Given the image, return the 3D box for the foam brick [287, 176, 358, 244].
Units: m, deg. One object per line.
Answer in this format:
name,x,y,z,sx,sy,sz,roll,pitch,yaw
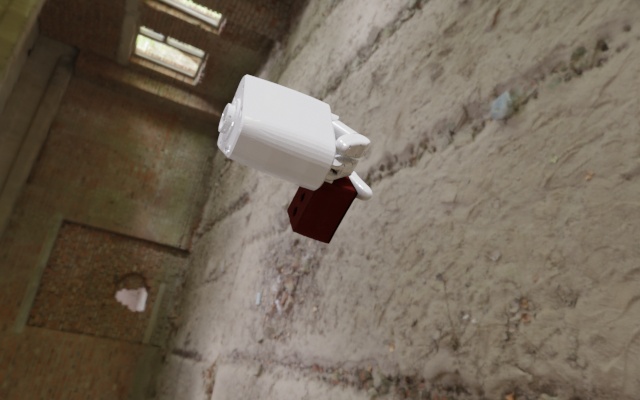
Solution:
foam brick,0.000,0.002,0.577,0.051,0.078,0.053,18,24,-23
